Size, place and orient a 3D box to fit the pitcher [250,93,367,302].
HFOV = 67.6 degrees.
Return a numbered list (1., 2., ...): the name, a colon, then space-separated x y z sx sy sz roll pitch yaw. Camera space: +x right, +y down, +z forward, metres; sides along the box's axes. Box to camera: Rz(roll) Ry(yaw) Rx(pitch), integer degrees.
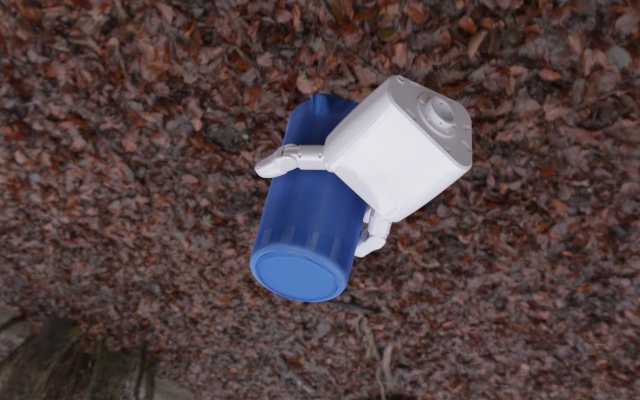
1. pitcher: 0.000 0.002 0.590 0.149 0.242 0.145 32 -43 -19
